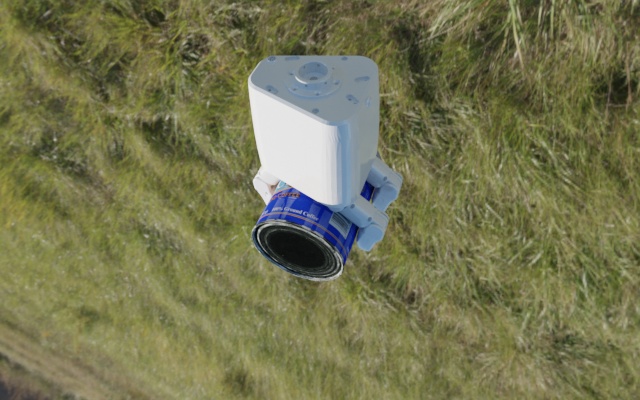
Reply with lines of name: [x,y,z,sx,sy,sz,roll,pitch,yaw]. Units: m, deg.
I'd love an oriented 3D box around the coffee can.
coffee can: [0.000,0.002,0.526,0.103,0.140,0.103,17,-35,12]
